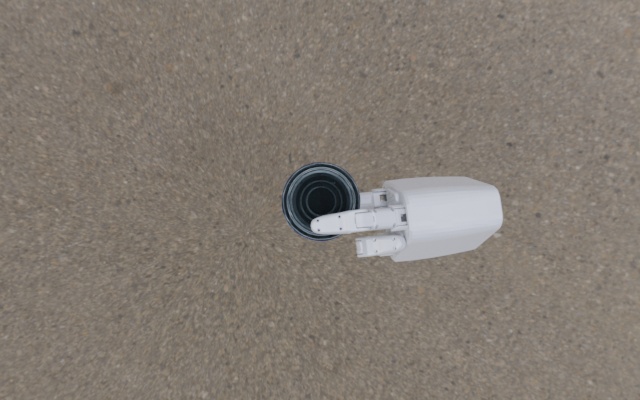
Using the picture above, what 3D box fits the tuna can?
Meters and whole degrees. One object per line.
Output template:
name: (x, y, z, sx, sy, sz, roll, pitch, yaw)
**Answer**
tuna can: (0.000, 0.002, 0.521, 0.086, 0.086, 0.034, 0, -3, -3)
